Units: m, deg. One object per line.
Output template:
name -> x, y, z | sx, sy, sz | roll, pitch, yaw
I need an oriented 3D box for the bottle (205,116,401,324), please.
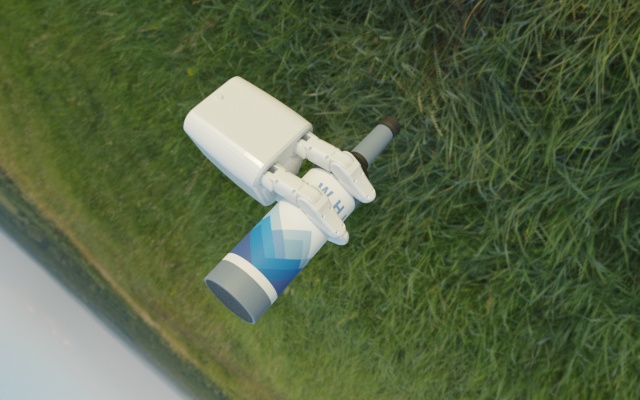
bottle -> 0.000, 0.002, 0.531 | 0.295, 0.069, 0.069 | -47, 26, -26
